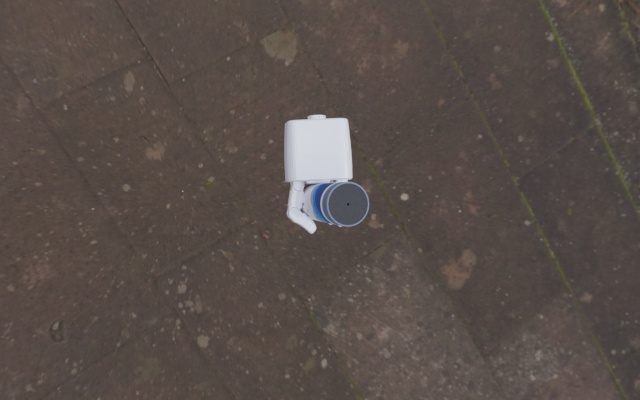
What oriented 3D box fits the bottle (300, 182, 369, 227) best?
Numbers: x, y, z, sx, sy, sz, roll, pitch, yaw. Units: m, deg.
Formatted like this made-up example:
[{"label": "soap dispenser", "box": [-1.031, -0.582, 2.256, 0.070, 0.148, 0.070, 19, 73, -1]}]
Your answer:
[{"label": "bottle", "box": [0.000, 0.003, 0.842, 0.069, 0.069, 0.295, 0, 1, -16]}]
